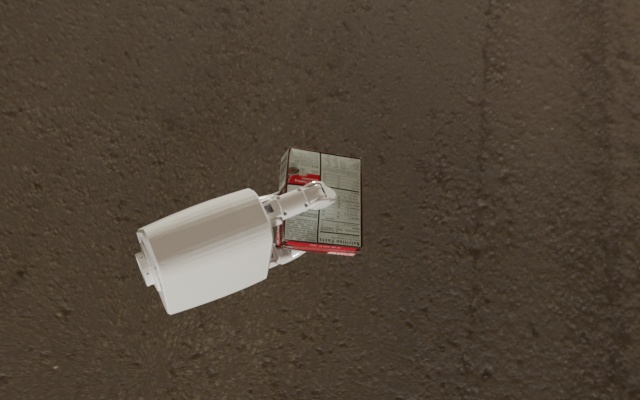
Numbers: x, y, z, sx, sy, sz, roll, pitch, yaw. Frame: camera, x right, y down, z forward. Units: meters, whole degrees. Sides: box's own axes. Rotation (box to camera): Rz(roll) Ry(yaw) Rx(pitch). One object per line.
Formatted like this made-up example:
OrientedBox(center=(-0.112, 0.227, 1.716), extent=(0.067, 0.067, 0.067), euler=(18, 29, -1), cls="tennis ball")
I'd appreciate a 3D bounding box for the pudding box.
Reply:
OrientedBox(center=(0.000, 0.002, 0.530), extent=(0.090, 0.113, 0.039), euler=(8, -21, -16), cls="pudding box")
